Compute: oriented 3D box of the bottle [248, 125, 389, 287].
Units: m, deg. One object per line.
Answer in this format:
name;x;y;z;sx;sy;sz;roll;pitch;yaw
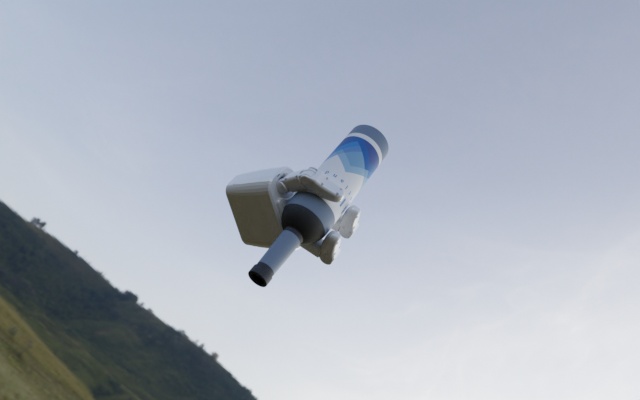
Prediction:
bottle;0.000;0.002;0.653;0.069;0.069;0.295;0;39;41
